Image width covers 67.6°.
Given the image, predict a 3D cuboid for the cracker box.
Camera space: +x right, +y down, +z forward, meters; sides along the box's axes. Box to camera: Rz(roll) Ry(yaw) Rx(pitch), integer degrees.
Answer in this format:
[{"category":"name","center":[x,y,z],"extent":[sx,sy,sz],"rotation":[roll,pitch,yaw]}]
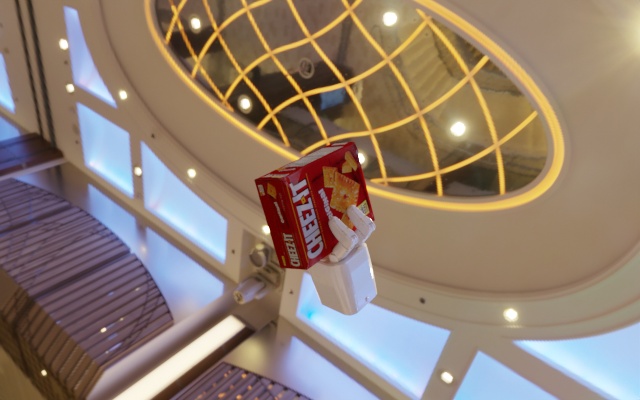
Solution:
[{"category":"cracker box","center":[0.000,0.003,0.850],"extent":[0.072,0.164,0.213],"rotation":[-2,20,41]}]
